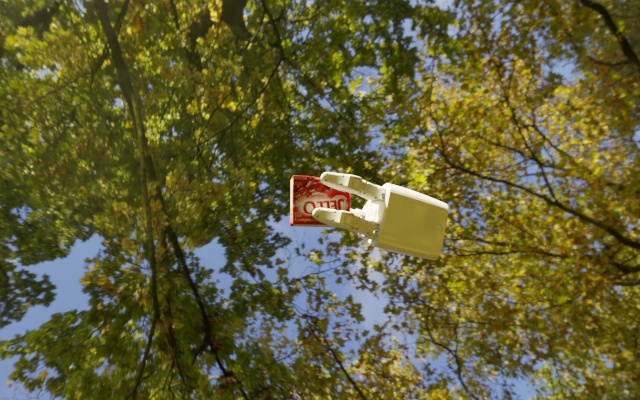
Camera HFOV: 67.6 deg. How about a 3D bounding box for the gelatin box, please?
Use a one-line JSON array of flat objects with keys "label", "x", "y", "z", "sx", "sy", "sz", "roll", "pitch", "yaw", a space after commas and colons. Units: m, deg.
[{"label": "gelatin box", "x": 0.000, "y": 0.002, "z": 0.713, "sx": 0.089, "sy": 0.073, "sz": 0.030, "roll": 2, "pitch": -11, "yaw": -10}]
